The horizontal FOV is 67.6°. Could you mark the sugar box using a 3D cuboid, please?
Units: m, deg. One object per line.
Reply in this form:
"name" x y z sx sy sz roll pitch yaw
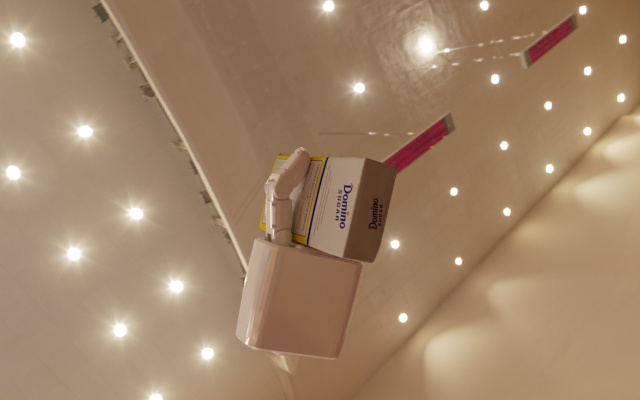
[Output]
"sugar box" 0.000 0.002 0.497 0.048 0.093 0.176 14 -1 -34
